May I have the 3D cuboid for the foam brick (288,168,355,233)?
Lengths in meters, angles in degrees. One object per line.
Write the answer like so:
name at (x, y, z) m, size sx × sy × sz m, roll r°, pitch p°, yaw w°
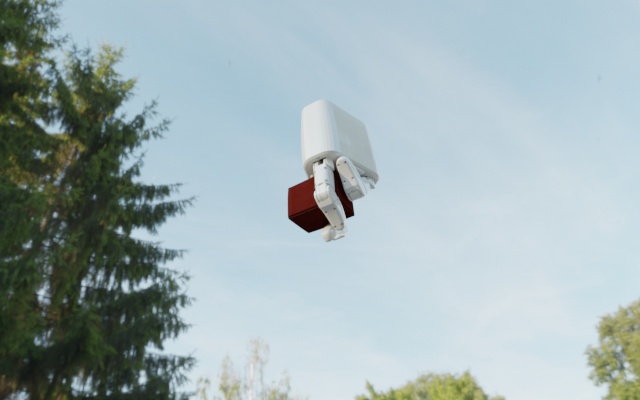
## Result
foam brick at (0.000, 0.002, 0.658) m, size 0.078 × 0.051 × 0.053 m, roll -22°, pitch -38°, yaw 21°
